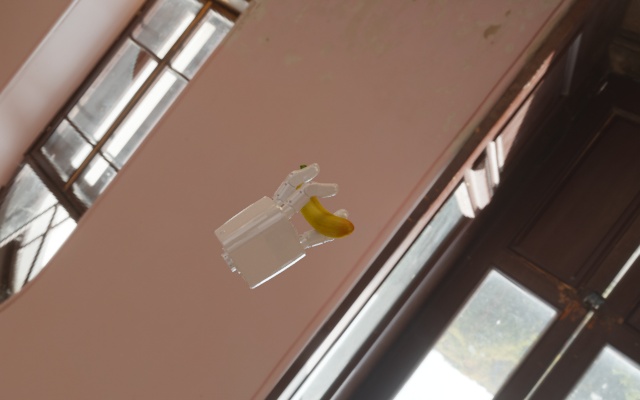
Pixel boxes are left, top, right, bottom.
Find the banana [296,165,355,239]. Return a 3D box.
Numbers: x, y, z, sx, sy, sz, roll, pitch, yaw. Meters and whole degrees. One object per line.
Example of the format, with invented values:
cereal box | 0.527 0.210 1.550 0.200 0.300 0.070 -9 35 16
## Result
banana | -0.002 0.016 0.797 0.037 0.070 0.197 -13 38 -23
